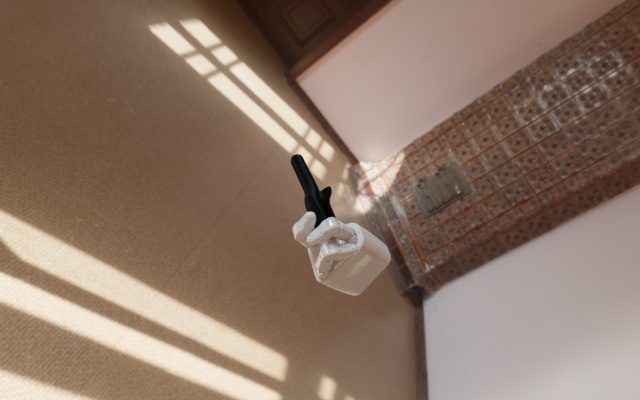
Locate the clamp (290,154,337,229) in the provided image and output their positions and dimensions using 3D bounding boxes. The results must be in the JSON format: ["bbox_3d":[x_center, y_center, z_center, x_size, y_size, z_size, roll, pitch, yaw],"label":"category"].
[{"bbox_3d":[0.001,0.003,0.862,0.039,0.171,0.120,-33,-40,21],"label":"clamp"}]
